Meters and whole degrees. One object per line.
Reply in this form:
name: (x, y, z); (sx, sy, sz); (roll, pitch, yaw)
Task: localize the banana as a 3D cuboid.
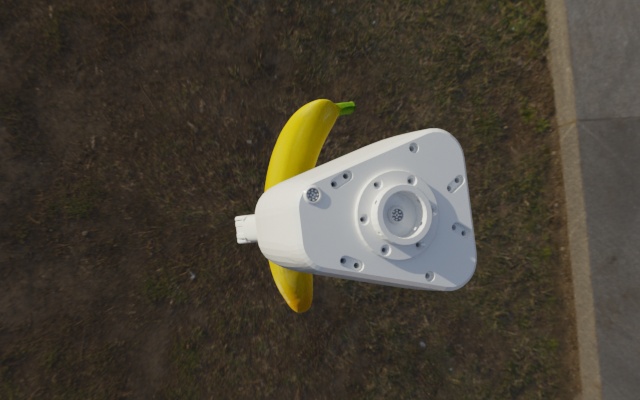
banana: (-0.015, -0.008, 0.406); (0.069, 0.197, 0.037); (19, -12, -24)
